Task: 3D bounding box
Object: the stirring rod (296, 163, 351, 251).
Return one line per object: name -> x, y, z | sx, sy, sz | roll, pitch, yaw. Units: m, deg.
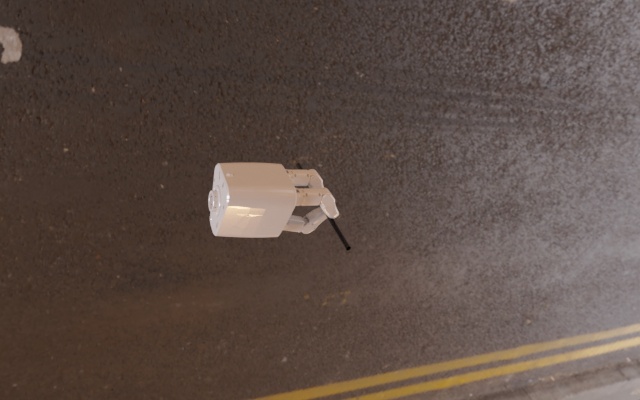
stirring rod -> 0.000, 0.003, 0.813 | 0.011, 0.011, 0.239 | 0, 36, -26
